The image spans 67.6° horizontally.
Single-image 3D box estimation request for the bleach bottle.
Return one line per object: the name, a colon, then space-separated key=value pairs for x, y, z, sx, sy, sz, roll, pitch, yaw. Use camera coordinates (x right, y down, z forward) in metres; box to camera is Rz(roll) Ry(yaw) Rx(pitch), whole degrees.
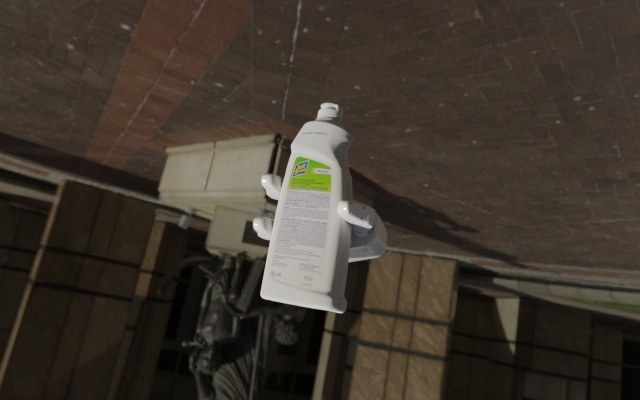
bleach bottle: x=0.000 y=0.002 z=0.580 sx=0.102 sy=0.250 sz=0.068 roll=6 pitch=-14 yaw=19
